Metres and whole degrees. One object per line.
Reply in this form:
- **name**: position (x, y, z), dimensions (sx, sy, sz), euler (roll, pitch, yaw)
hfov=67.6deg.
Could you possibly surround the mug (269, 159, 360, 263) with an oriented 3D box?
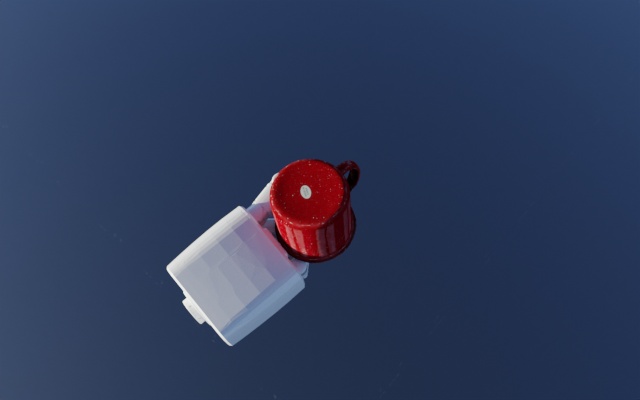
- **mug**: position (0.001, 0.001, 0.511), dimensions (0.093, 0.117, 0.081), euler (43, -17, 22)
